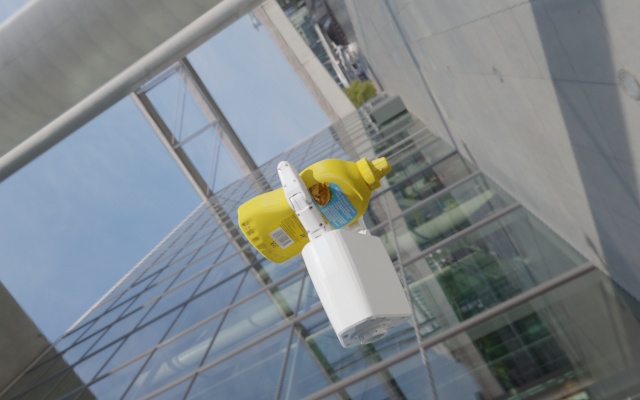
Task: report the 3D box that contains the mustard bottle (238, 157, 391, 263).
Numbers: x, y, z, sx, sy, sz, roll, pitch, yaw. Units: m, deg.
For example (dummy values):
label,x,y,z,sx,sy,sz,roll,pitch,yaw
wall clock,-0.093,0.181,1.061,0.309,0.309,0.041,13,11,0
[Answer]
label,x,y,z,sx,sy,sz,roll,pitch,yaw
mustard bottle,0.000,0.002,0.593,0.191,0.096,0.058,-29,37,11
